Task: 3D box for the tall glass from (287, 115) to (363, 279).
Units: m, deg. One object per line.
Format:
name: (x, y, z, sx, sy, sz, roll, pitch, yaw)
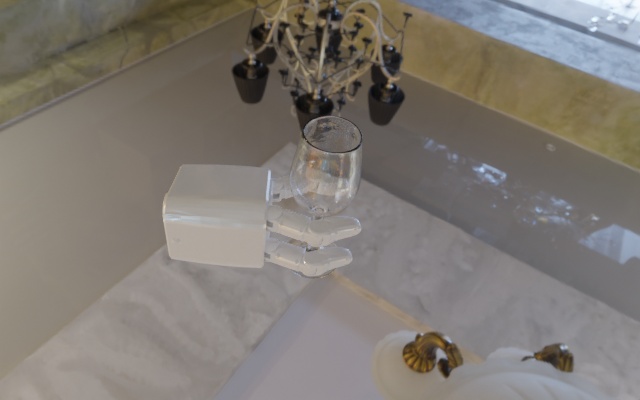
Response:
tall glass: (0.000, 0.002, 0.550, 0.079, 0.079, 0.201, 0, -44, -10)
